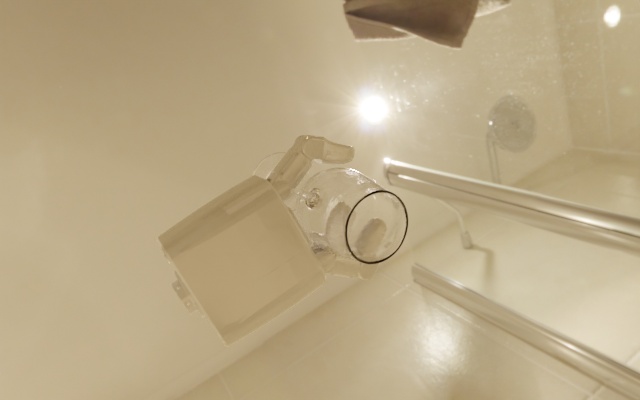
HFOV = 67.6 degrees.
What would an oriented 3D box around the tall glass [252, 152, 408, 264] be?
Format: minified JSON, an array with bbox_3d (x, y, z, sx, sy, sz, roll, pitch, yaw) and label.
[{"bbox_3d":[0.000,0.001,0.468,0.079,0.079,0.201,0,12,-29],"label":"tall glass"}]
